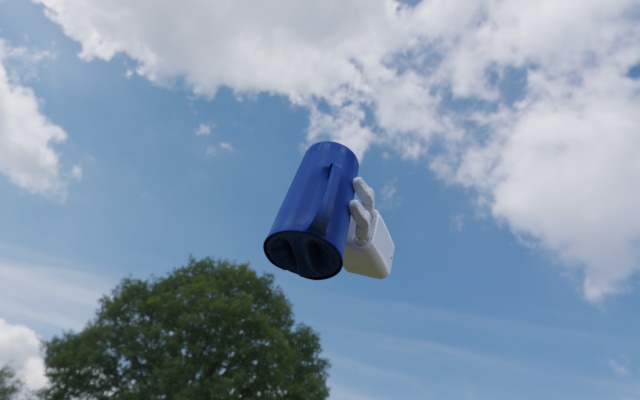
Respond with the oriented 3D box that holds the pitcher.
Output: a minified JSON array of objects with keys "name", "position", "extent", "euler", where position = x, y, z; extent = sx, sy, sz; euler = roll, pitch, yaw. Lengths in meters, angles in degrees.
[{"name":"pitcher","position":[0.000,0.003,0.839],"extent":[0.149,0.242,0.145],"euler":[-11,-47,29]}]
